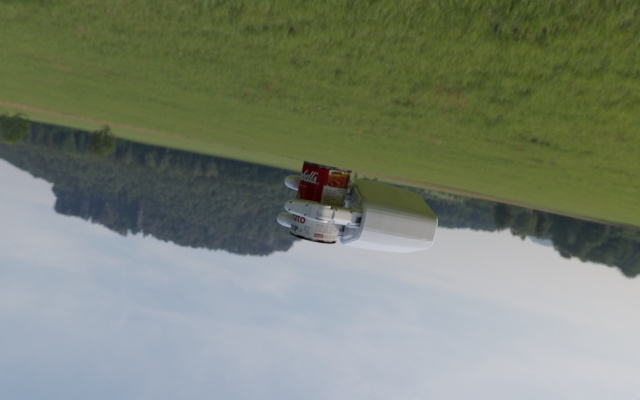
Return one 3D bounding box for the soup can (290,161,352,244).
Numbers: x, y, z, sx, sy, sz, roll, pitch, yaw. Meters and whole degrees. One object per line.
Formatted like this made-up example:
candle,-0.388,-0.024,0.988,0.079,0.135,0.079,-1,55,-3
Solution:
soup can,0.000,0.002,0.653,0.068,0.102,0.068,12,5,-1
